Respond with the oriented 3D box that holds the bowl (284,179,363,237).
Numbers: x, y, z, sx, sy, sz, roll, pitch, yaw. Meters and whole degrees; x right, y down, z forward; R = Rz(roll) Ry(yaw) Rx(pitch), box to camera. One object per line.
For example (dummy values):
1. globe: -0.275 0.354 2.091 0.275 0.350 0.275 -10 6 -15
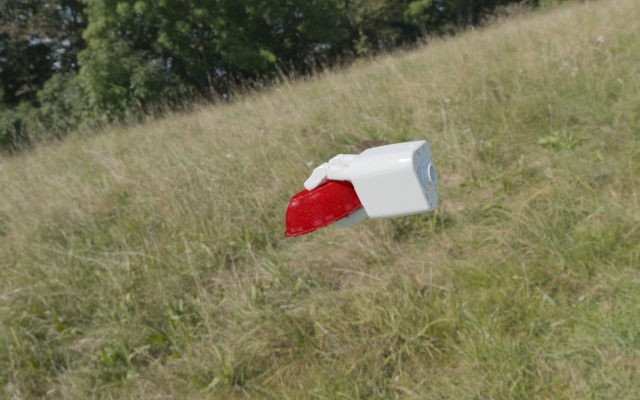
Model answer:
1. bowl: -0.001 0.003 0.823 0.162 0.055 0.162 -25 8 4
